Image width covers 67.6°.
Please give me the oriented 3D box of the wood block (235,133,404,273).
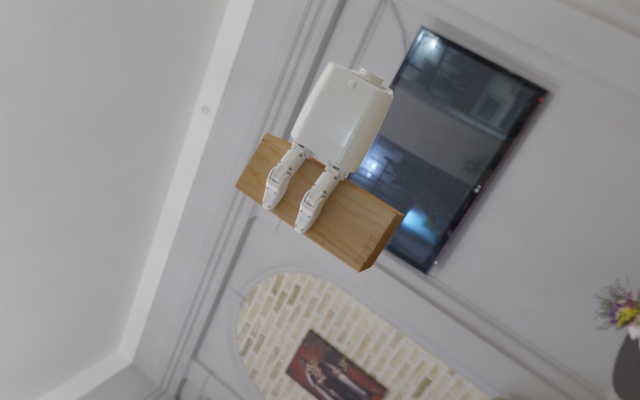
[{"bbox_3d":[0.000,0.002,0.659,0.206,0.090,0.091,34,8,16],"label":"wood block"}]
